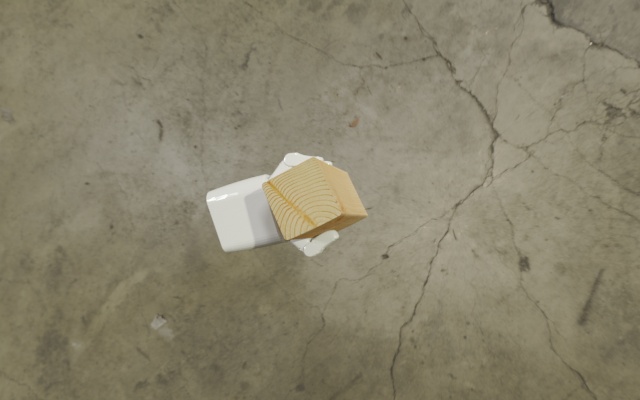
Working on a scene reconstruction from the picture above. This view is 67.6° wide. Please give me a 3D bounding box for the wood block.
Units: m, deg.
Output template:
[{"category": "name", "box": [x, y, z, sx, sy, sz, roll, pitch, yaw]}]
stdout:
[{"category": "wood block", "box": [0.000, 0.003, 0.750, 0.090, 0.091, 0.206, -26, -9, 13]}]
